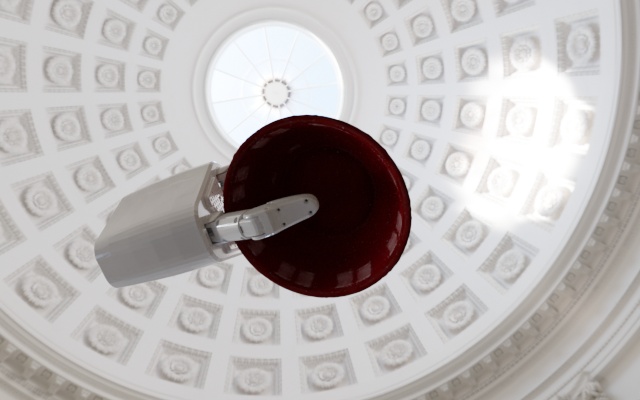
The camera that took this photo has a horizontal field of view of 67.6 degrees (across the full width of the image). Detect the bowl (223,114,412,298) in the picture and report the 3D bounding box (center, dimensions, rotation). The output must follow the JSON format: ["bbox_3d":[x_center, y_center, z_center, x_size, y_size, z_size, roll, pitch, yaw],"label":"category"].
[{"bbox_3d":[0.001,0.001,0.417,0.162,0.162,0.055,0,20,16],"label":"bowl"}]
